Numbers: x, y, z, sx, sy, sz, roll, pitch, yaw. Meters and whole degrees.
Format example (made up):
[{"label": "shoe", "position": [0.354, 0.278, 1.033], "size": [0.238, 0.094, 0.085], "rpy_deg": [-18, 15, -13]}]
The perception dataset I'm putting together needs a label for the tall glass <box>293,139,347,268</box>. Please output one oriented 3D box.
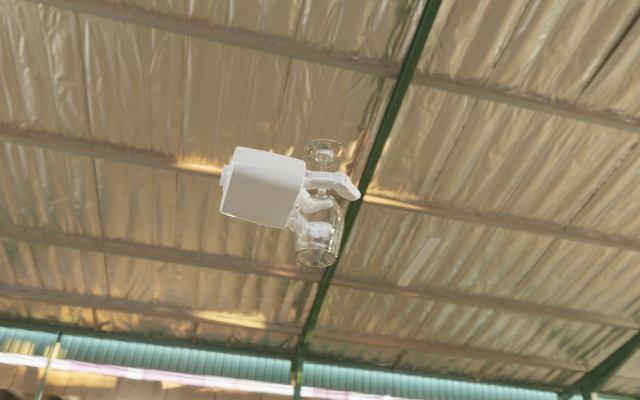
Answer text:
[{"label": "tall glass", "position": [0.000, 0.002, 0.753], "size": [0.079, 0.201, 0.079], "rpy_deg": [3, -33, 2]}]
